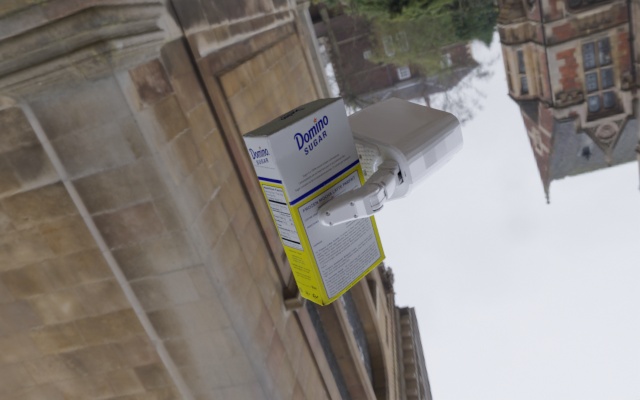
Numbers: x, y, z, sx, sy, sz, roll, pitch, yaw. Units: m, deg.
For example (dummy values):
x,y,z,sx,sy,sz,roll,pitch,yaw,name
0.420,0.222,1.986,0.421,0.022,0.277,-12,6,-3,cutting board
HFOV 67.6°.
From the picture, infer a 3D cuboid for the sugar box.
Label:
x,y,z,sx,sy,sz,roll,pitch,yaw,name
0.000,0.001,0.453,0.093,0.176,0.048,-33,25,-33,sugar box
